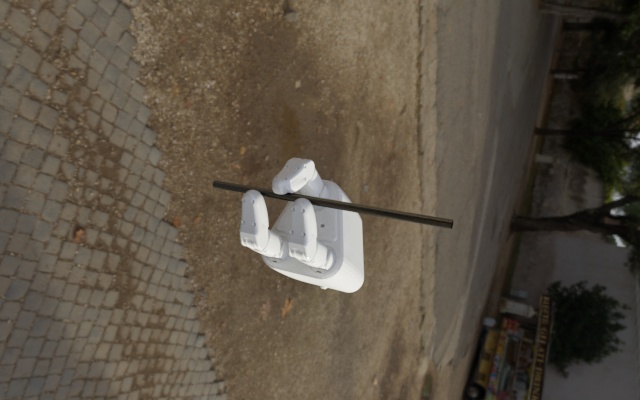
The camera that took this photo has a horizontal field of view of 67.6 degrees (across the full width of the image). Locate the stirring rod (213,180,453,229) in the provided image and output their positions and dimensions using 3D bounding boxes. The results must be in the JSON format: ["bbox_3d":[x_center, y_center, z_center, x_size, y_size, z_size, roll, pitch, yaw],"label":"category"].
[{"bbox_3d":[0.000,0.001,0.442,0.239,0.011,0.011,10,4,24],"label":"stirring rod"}]
